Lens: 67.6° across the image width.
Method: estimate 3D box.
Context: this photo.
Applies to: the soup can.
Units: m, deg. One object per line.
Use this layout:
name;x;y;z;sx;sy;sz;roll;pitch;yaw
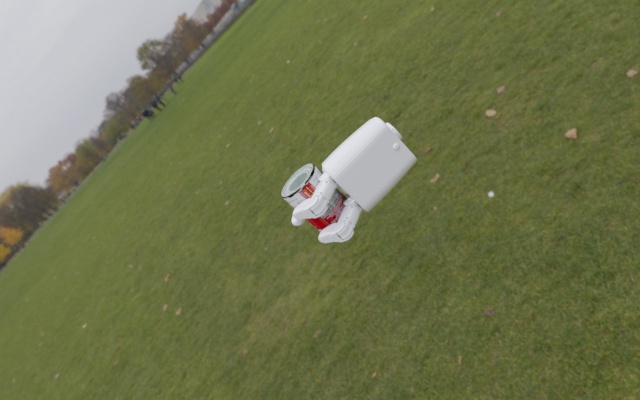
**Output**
soup can;0.000;0.002;0.715;0.102;0.068;0.068;43;-20;-22
